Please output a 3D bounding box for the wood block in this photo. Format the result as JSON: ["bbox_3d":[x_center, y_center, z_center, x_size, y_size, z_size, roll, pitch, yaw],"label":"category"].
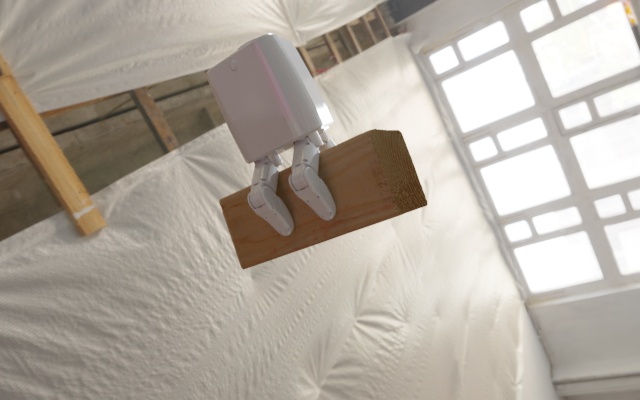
[{"bbox_3d":[0.000,0.001,0.538,0.206,0.090,0.091,-22,-4,30],"label":"wood block"}]
